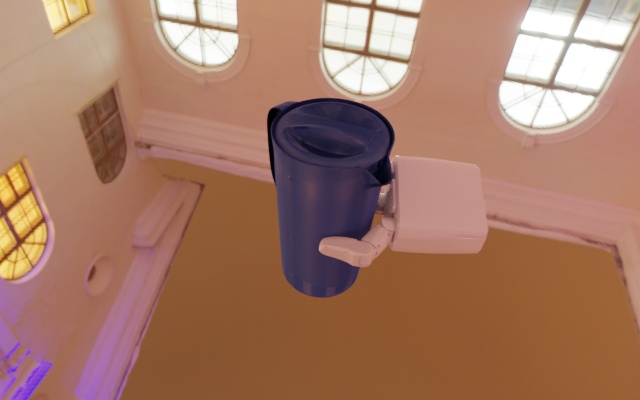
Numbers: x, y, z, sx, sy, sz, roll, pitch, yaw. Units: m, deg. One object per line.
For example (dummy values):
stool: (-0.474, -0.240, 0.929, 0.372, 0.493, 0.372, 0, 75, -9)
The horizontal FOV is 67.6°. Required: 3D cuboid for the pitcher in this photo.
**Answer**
pitcher: (0.000, 0.002, 0.593, 0.145, 0.243, 0.149, 4, 43, -1)
